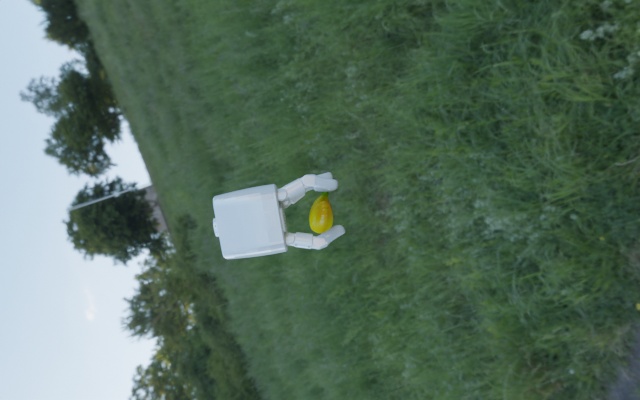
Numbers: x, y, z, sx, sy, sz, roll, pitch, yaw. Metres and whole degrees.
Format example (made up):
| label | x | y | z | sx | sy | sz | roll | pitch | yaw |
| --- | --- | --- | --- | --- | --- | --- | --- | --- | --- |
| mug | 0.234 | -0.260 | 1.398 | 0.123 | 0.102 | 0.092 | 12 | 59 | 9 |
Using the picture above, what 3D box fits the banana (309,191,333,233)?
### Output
| label | x | y | z | sx | sy | sz | roll | pitch | yaw |
| --- | --- | --- | --- | --- | --- | --- | --- | --- | --- |
| banana | 0.000 | 0.020 | 0.788 | 0.037 | 0.069 | 0.197 | 0 | 10 | -1 |
